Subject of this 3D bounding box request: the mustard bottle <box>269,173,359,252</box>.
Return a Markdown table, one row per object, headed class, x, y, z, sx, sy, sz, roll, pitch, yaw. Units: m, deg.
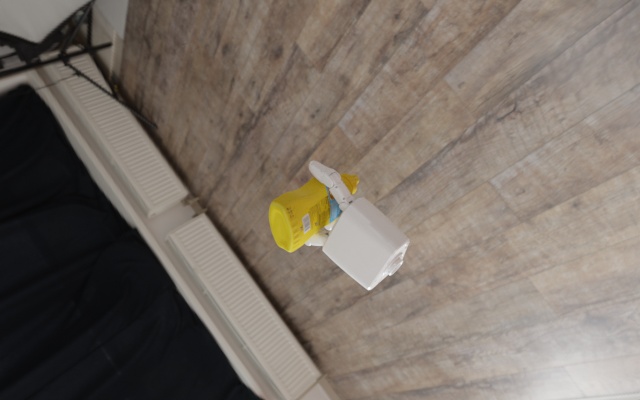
| class | x | y | z | sx | sy | sz | roll | pitch | yaw |
| --- | --- | --- | --- | --- | --- | --- | --- | --- | --- |
| mustard bottle | 0.000 | 0.003 | 0.819 | 0.058 | 0.096 | 0.191 | 23 | 43 | 38 |
